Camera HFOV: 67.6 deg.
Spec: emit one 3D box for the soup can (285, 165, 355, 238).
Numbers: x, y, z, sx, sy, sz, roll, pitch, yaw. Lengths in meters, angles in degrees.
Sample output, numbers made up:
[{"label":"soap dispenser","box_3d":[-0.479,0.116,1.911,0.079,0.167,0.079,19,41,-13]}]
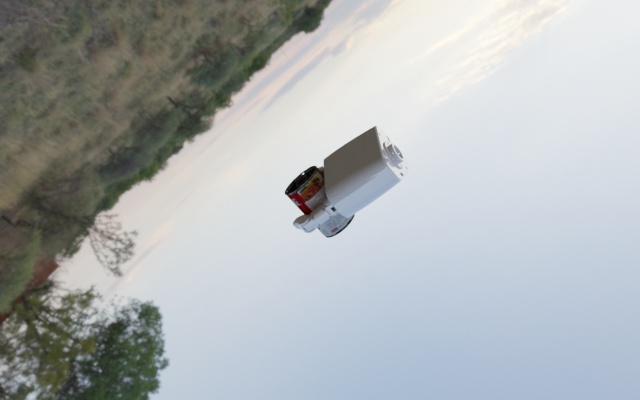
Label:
[{"label":"soup can","box_3d":[0.000,0.003,0.778,0.068,0.102,0.068,-37,18,14]}]
